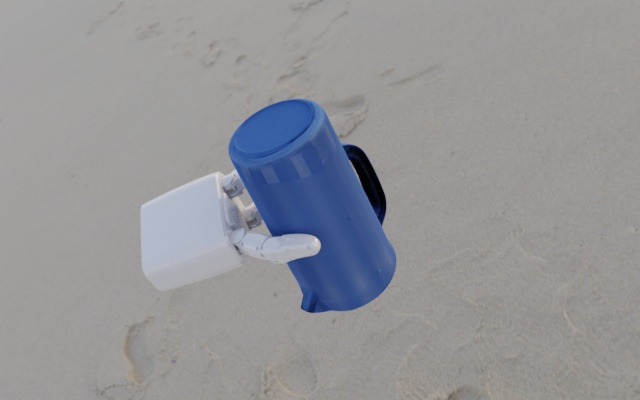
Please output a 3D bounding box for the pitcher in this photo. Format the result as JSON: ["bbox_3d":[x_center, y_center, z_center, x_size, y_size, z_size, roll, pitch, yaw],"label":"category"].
[{"bbox_3d":[0.000,0.002,0.559,0.145,0.243,0.149,-20,39,8],"label":"pitcher"}]
